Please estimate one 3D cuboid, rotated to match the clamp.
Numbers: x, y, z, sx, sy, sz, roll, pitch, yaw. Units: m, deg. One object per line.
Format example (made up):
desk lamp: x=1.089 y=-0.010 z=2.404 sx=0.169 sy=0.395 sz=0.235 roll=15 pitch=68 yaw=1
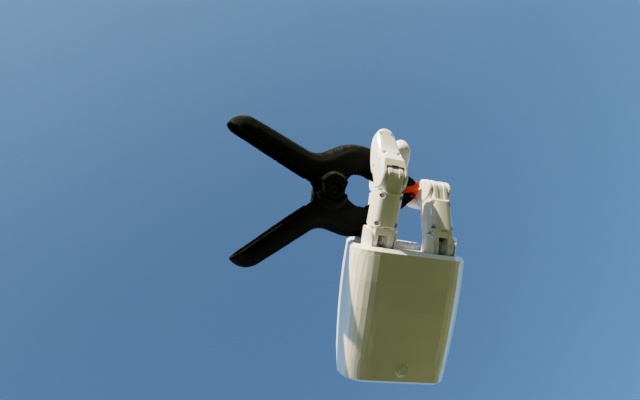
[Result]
clamp: x=0.000 y=0.001 z=0.402 sx=0.171 sy=0.120 sz=0.039 roll=8 pitch=0 yaw=-16
